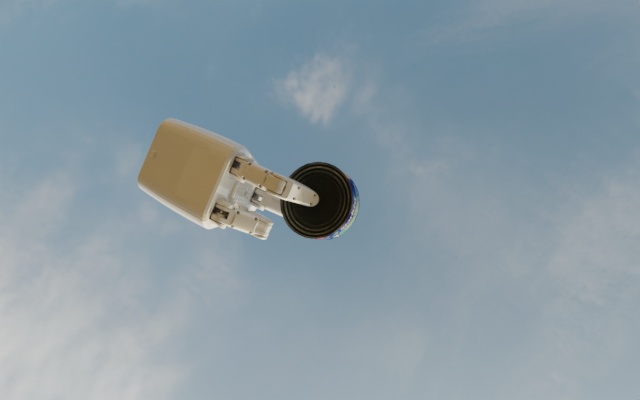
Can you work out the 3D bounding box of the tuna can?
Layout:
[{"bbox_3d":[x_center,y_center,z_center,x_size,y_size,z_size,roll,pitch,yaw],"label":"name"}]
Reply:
[{"bbox_3d":[0.000,0.002,0.539,0.086,0.086,0.034,0,-9,21],"label":"tuna can"}]
